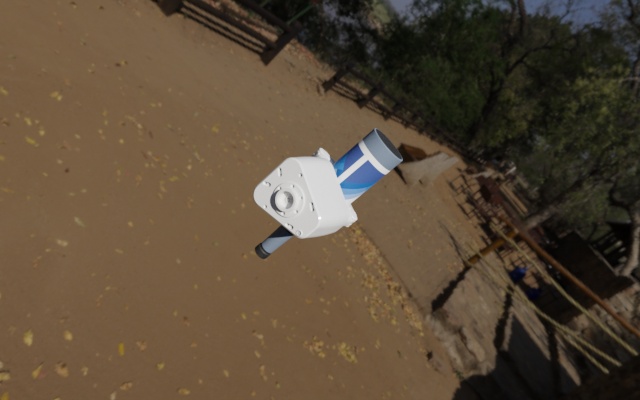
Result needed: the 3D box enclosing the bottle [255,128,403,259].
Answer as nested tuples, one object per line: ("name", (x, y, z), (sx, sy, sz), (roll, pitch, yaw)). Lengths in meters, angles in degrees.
("bottle", (0.000, 0.002, 0.787), (0.296, 0.069, 0.069), (-40, -16, 20))
